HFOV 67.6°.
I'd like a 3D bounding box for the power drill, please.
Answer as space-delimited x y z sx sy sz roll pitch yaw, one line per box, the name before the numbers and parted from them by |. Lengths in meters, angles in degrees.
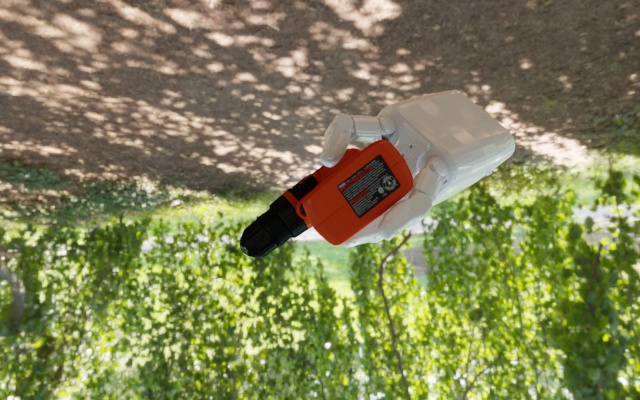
power drill | 0.000 0.002 0.497 0.184 0.057 0.187 -39 10 -12
